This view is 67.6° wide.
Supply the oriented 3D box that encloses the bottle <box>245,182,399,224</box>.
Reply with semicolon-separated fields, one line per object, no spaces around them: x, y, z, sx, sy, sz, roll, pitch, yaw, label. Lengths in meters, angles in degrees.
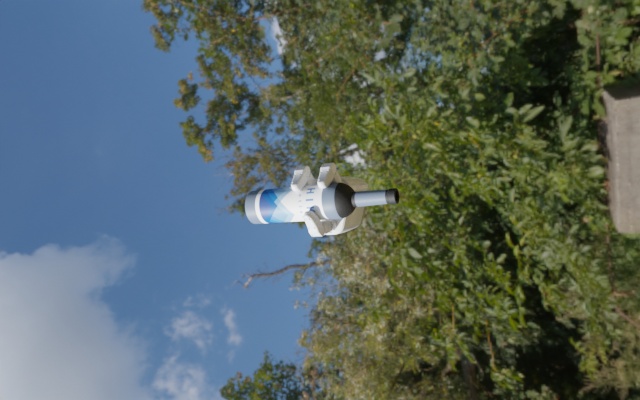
0.000;0.003;0.882;0.296;0.069;0.069;-5;-2;27;bottle
